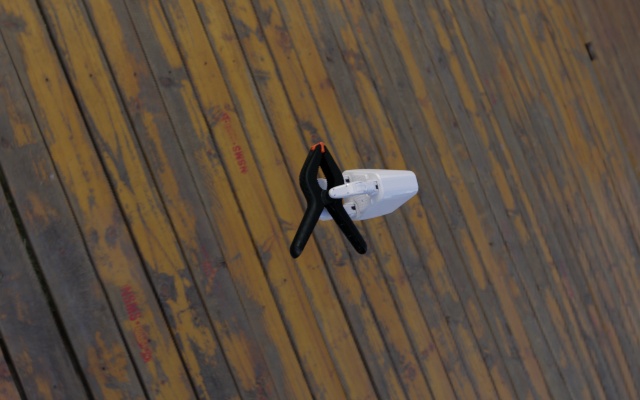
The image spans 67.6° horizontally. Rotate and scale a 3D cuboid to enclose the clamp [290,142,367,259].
[{"bbox_3d":[0.001,0.002,0.833,0.164,0.210,0.036,-7,-8,-41],"label":"clamp"}]
